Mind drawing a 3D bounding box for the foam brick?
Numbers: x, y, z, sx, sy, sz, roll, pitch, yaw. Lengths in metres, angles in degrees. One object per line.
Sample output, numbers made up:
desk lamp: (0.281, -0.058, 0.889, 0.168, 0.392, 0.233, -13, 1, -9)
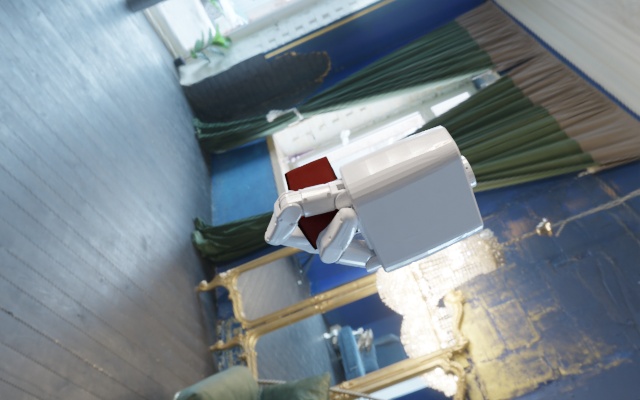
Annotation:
foam brick: (0.000, 0.001, 0.503, 0.051, 0.078, 0.053, -25, -47, 7)
